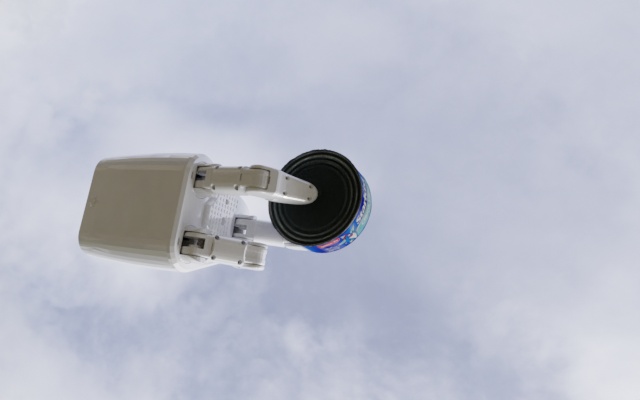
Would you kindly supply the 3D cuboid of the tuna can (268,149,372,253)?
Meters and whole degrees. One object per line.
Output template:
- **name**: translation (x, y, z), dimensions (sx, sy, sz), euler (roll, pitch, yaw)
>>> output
- **tuna can**: translation (0.000, 0.002, 0.413), dimensions (0.086, 0.086, 0.034), euler (0, -18, 24)
